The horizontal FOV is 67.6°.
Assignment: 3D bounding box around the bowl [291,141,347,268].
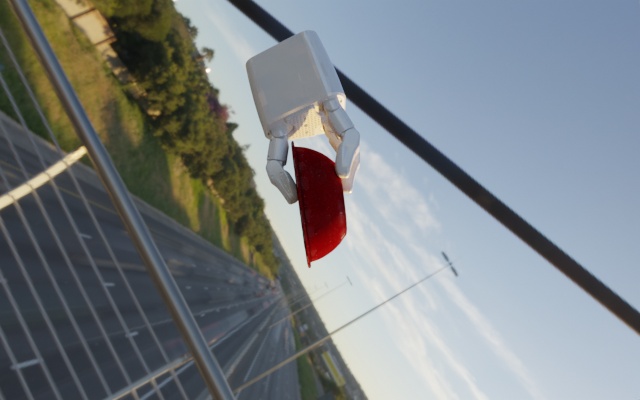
[{"bbox_3d":[0.001,0.003,0.605,0.055,0.162,0.162,-7,0,-1],"label":"bowl"}]
